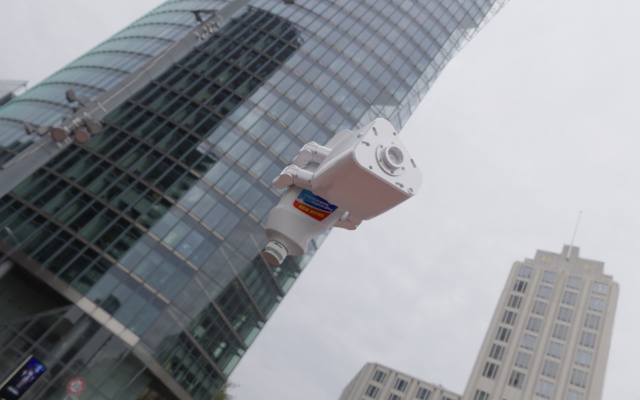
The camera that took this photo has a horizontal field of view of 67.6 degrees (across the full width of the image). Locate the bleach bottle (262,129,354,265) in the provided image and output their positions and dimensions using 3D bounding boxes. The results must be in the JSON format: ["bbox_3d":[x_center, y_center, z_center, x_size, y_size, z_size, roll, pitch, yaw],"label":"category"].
[{"bbox_3d":[0.000,0.002,0.730,0.250,0.102,0.068,-53,12,-33],"label":"bleach bottle"}]
